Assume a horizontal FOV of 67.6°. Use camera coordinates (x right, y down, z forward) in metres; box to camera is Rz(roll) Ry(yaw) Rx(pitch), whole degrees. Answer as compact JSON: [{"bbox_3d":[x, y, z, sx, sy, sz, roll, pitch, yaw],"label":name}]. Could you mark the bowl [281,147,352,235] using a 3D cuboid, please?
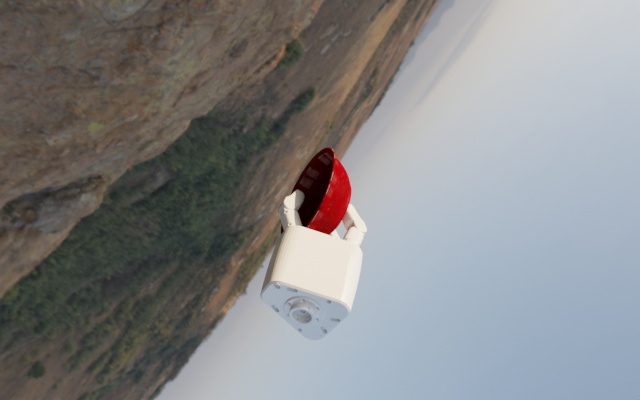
[{"bbox_3d":[0.001,0.001,0.733,0.055,0.162,0.162,25,-9,-19],"label":"bowl"}]
